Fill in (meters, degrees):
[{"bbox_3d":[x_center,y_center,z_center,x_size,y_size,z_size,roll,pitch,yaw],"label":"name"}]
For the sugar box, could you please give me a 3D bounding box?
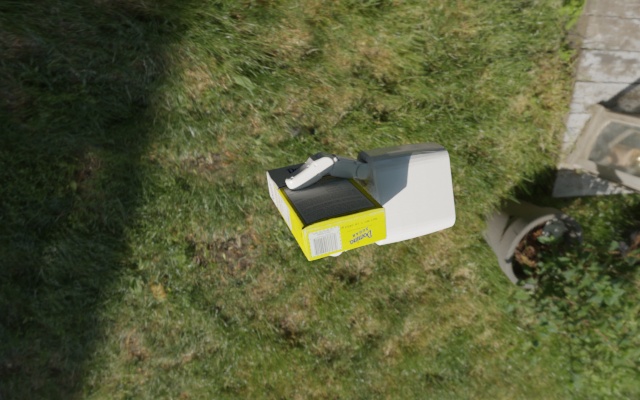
[{"bbox_3d":[0.000,0.002,0.573,0.093,0.048,0.176,-13,24,-13],"label":"sugar box"}]
